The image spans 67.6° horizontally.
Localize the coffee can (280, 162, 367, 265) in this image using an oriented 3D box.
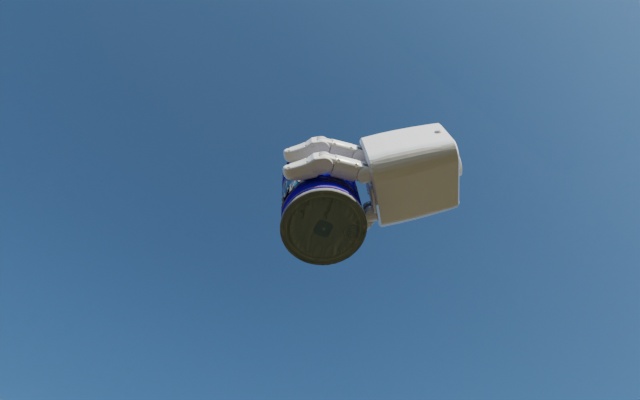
[{"bbox_3d":[0.000,0.002,0.617,0.103,0.103,0.140,0,27,-4],"label":"coffee can"}]
